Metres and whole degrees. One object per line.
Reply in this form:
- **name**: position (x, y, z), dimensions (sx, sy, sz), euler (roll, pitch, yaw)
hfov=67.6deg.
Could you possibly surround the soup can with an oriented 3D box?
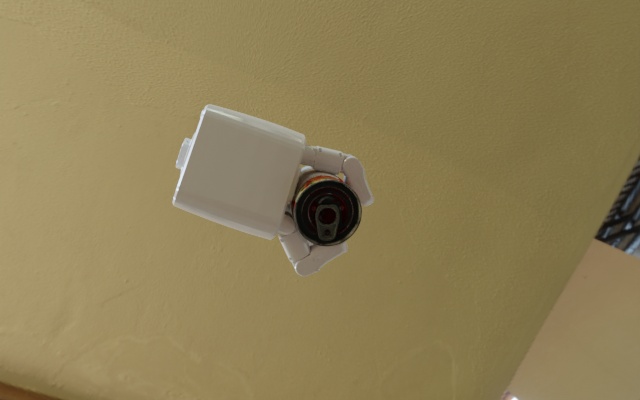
- **soup can**: position (0.001, 0.002, 0.516), dimensions (0.068, 0.068, 0.102), euler (0, 13, -9)
